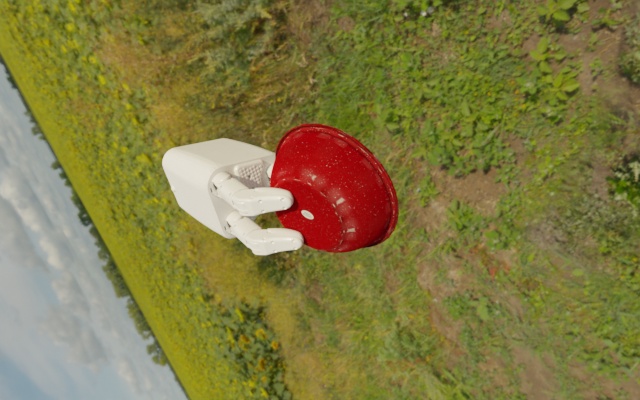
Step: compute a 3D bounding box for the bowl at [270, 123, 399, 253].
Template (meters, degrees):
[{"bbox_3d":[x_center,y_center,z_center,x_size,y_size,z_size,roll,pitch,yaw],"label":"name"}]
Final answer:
[{"bbox_3d":[0.001,0.002,0.511,0.162,0.162,0.055,0,34,42],"label":"bowl"}]
